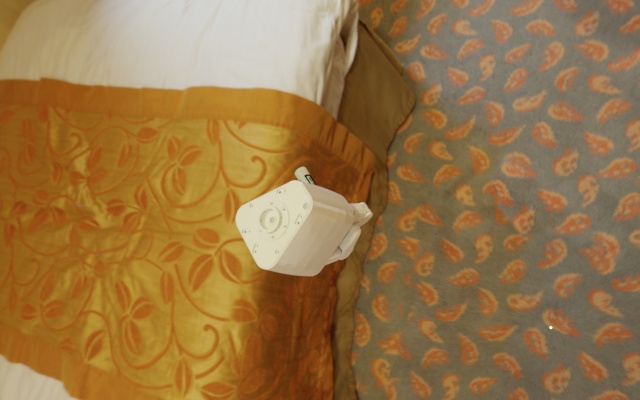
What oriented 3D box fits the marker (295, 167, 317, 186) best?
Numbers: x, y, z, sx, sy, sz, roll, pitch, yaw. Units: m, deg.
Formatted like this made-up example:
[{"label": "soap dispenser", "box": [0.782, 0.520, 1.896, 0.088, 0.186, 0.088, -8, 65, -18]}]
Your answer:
[{"label": "marker", "box": [0.000, 0.002, 0.669, 0.020, 0.121, 0.020, -26, -27, -14]}]
